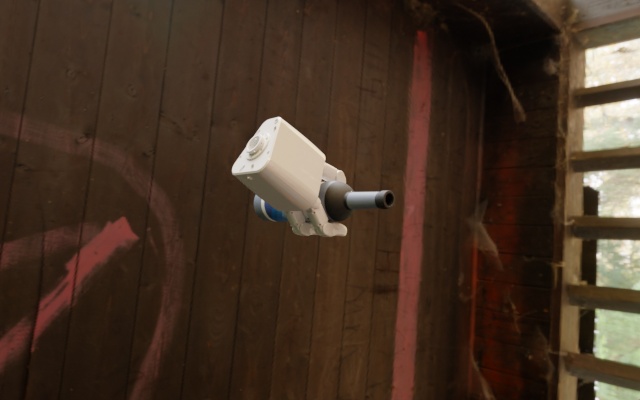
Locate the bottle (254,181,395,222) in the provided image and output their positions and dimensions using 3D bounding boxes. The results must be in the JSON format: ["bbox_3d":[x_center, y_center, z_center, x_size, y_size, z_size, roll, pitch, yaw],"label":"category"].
[{"bbox_3d":[0.000,0.003,0.800,0.069,0.069,0.296,0,-1,-43],"label":"bottle"}]
